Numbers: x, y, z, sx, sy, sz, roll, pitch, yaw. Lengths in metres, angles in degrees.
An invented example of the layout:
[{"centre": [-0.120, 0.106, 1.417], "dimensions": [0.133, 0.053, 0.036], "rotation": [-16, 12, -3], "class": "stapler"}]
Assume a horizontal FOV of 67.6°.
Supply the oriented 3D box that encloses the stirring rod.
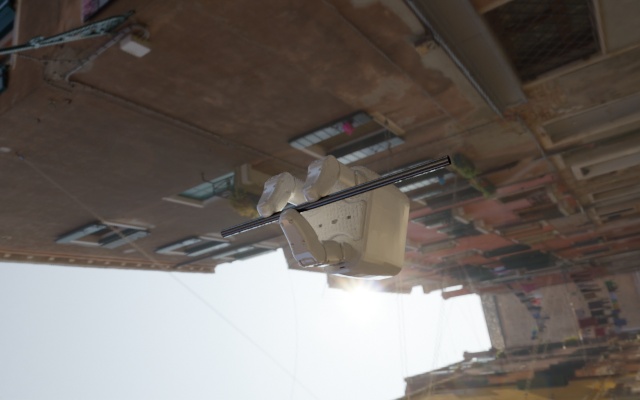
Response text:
[{"centre": [0.000, 0.001, 0.427], "dimensions": [0.239, 0.011, 0.011], "rotation": [-18, -9, 30], "class": "stirring rod"}]
